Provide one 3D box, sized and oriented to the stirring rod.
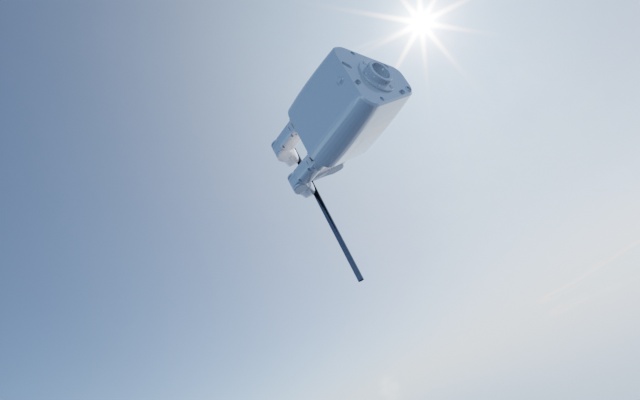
[{"bbox_3d":[0.000,0.002,0.646,0.011,0.239,0.011,-23,-23,-10],"label":"stirring rod"}]
